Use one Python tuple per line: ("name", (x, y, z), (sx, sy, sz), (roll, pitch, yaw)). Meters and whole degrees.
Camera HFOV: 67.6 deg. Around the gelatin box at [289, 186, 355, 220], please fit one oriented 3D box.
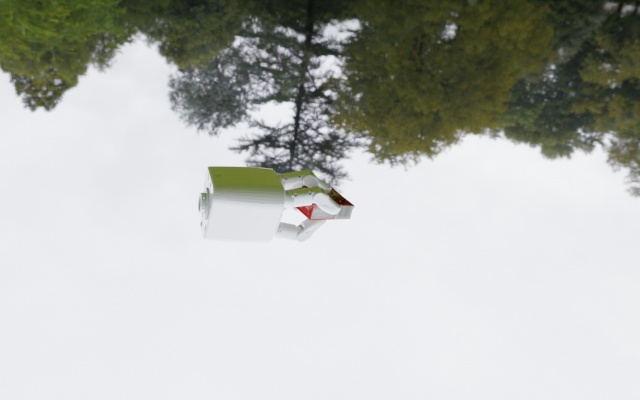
("gelatin box", (0.000, 0.003, 0.797), (0.089, 0.030, 0.073), (1, 26, -36))
